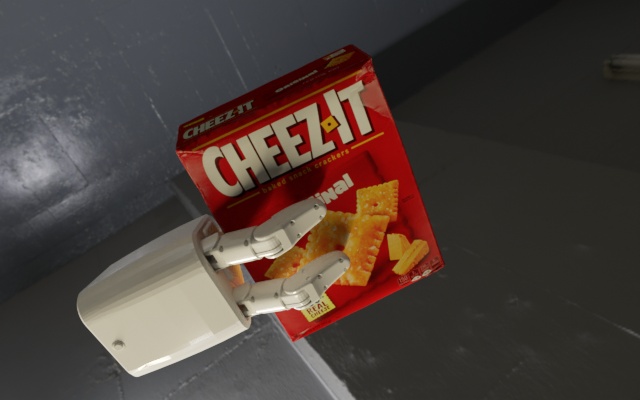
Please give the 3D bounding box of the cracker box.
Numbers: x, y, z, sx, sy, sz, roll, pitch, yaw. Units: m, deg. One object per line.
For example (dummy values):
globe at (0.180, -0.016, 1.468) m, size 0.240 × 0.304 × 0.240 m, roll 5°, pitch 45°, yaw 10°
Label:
cracker box at (0.000, 0.001, 0.420) m, size 0.164 × 0.214 × 0.072 m, roll -26°, pitch 28°, yaw 0°
